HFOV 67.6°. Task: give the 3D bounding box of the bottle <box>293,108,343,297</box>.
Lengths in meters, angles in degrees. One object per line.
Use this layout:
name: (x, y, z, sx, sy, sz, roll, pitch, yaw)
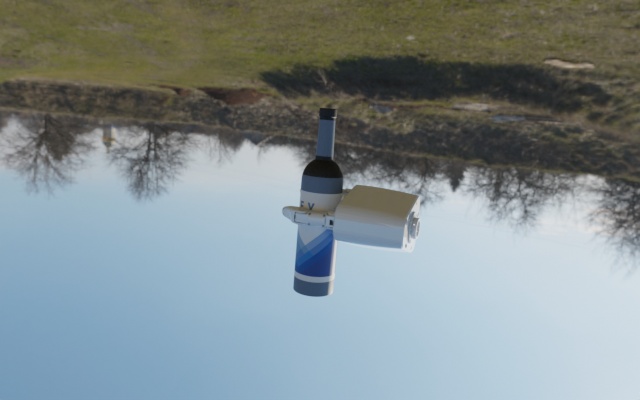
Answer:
bottle: (0.000, 0.003, 0.762, 0.069, 0.296, 0.069, 5, 10, -1)
